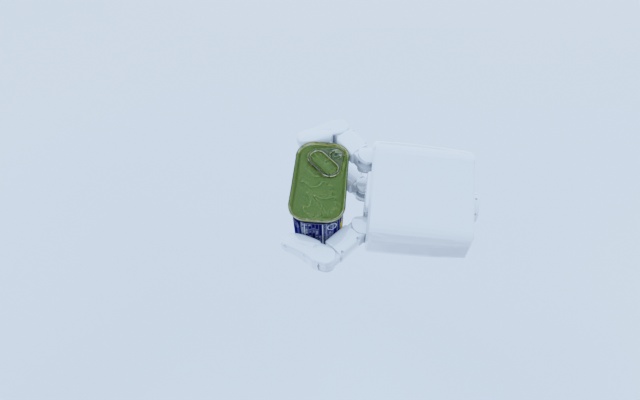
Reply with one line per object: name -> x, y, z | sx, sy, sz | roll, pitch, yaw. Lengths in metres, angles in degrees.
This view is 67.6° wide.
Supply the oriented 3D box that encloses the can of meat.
can of meat -> 0.000, 0.002, 0.522 | 0.057, 0.102, 0.084 | 3, -35, 4
